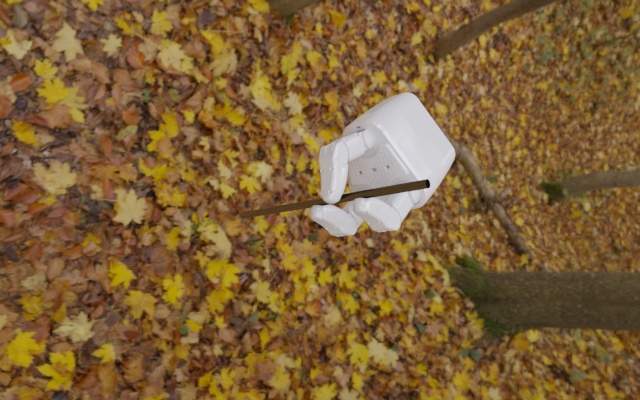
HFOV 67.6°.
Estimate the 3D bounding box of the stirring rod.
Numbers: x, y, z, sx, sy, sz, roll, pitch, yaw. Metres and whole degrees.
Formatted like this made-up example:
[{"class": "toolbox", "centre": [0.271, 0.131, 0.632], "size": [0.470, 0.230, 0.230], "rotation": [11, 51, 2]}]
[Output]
[{"class": "stirring rod", "centre": [0.000, 0.001, 0.478], "size": [0.239, 0.011, 0.011], "rotation": [-10, -7, 41]}]
